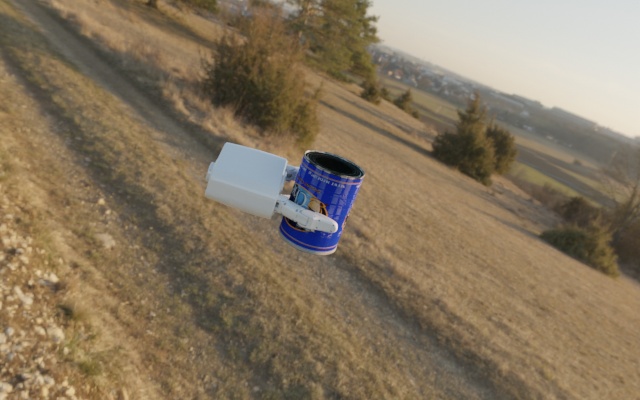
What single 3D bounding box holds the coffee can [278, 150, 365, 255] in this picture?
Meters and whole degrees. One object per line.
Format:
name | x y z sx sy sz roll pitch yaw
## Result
coffee can | 0.000 0.003 0.774 0.103 0.140 0.102 18 21 -7
